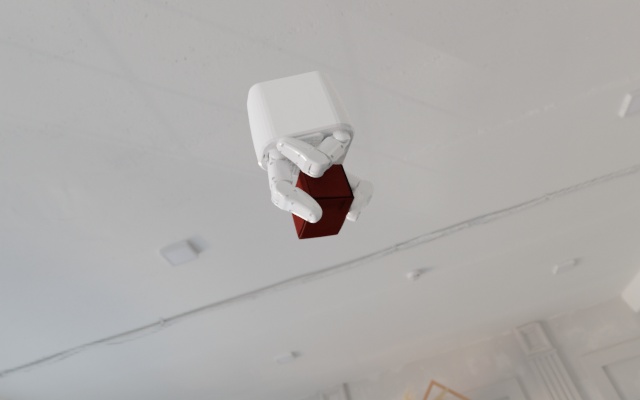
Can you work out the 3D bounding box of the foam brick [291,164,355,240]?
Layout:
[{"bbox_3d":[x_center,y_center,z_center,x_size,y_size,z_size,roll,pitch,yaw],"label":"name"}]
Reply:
[{"bbox_3d":[0.000,0.002,0.566,0.053,0.051,0.078,-4,-37,-21],"label":"foam brick"}]
